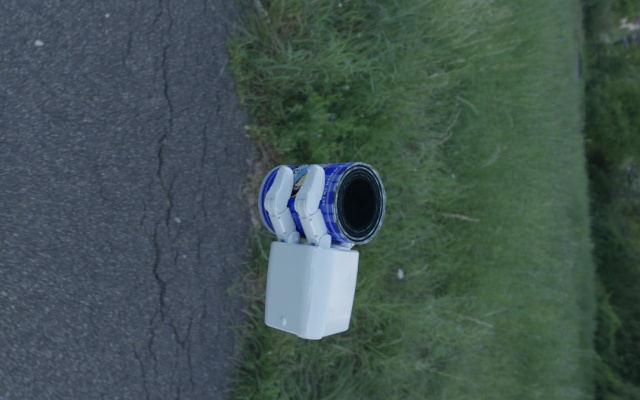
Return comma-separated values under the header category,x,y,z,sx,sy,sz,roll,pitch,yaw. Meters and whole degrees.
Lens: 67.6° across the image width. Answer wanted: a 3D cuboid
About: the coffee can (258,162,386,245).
category,x,y,z,sx,sy,sz,roll,pitch,yaw
coffee can,0.000,0.002,0.637,0.140,0.103,0.103,2,1,44
